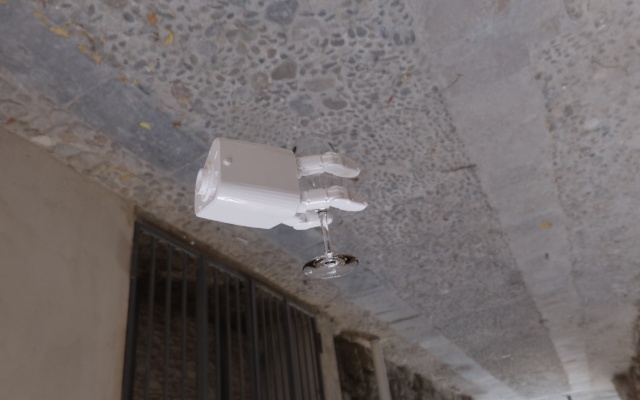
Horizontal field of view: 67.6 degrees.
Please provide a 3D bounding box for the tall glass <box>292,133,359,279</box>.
[{"bbox_3d":[0.000,0.003,0.670,0.079,0.201,0.079,-6,-31,-4],"label":"tall glass"}]
